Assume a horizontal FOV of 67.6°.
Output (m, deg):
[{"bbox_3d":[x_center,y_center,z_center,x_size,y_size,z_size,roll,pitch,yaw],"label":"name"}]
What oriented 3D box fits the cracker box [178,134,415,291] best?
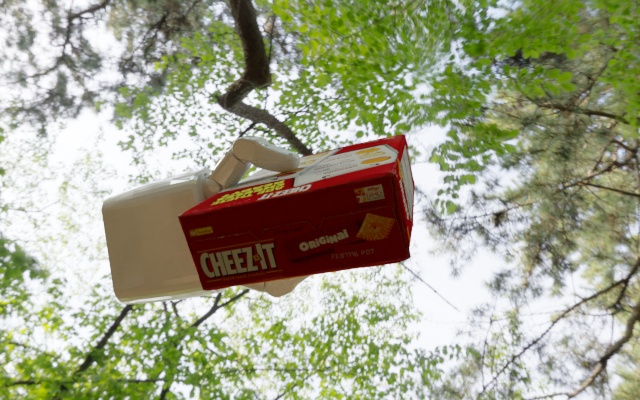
[{"bbox_3d":[0.000,0.001,0.436,0.164,0.072,0.213,-12,12,15],"label":"cracker box"}]
